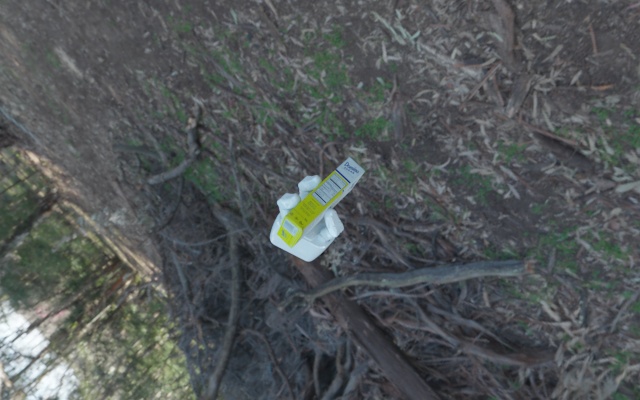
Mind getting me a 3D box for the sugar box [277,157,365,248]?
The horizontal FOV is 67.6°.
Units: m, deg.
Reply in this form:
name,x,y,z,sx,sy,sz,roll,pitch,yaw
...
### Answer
name,x,y,z,sx,sy,sz,roll,pitch,yaw
sugar box,0.000,0.003,0.869,0.176,0.048,0.093,-46,-6,-28
